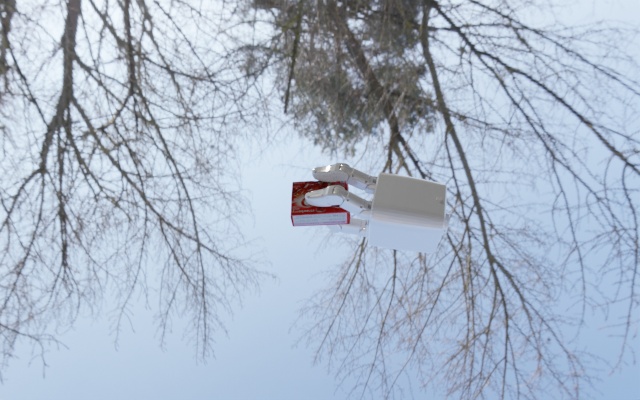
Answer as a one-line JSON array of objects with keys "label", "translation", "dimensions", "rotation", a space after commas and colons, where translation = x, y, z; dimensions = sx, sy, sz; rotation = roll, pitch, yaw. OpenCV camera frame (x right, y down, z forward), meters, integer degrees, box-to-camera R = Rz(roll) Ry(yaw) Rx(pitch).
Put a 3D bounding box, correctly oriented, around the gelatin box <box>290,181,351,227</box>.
[{"label": "gelatin box", "translation": [0.000, 0.003, 0.732], "dimensions": [0.089, 0.073, 0.030], "rotation": [-3, -45, 3]}]
